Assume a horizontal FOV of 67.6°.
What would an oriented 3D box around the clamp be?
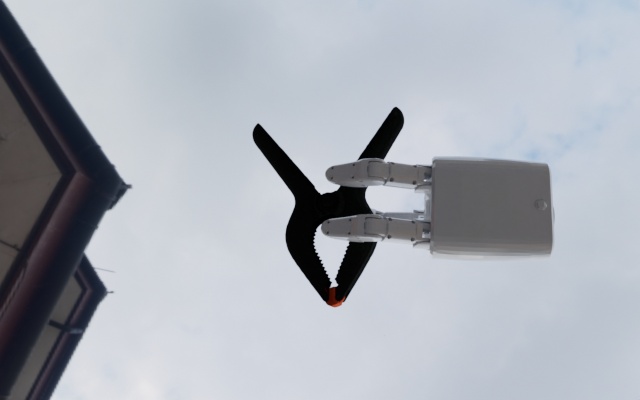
[{"bbox_3d":[0.000,0.002,0.494,0.164,0.210,0.036,1,-15,13],"label":"clamp"}]
